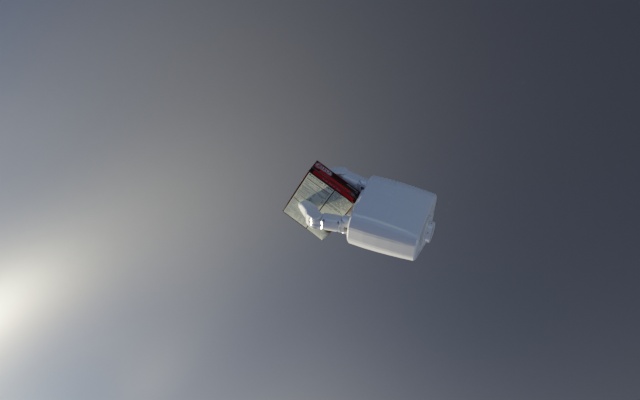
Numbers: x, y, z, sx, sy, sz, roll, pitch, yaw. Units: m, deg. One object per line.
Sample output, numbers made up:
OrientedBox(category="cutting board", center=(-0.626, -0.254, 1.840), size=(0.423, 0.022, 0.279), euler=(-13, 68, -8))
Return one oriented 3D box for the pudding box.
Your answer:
OrientedBox(category="pudding box", center=(0.000, 0.003, 0.778), size=(0.090, 0.113, 0.039), euler=(37, 41, 0))
